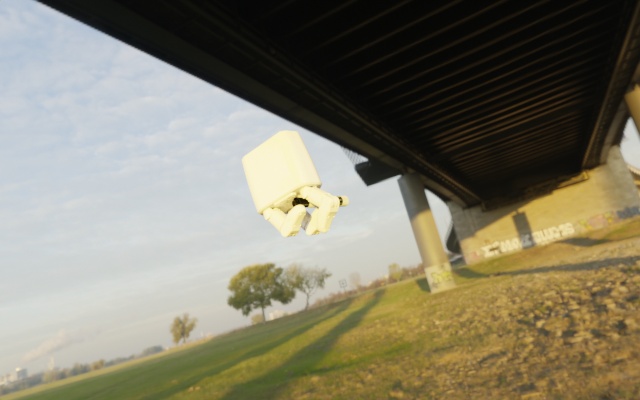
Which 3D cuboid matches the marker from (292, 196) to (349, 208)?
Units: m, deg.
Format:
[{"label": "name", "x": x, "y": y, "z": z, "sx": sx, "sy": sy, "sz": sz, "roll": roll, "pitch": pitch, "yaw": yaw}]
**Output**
[{"label": "marker", "x": 0.000, "y": 0.003, "z": 0.790, "sx": 0.020, "sy": 0.020, "sz": 0.121, "roll": 0, "pitch": 2, "yaw": 45}]
